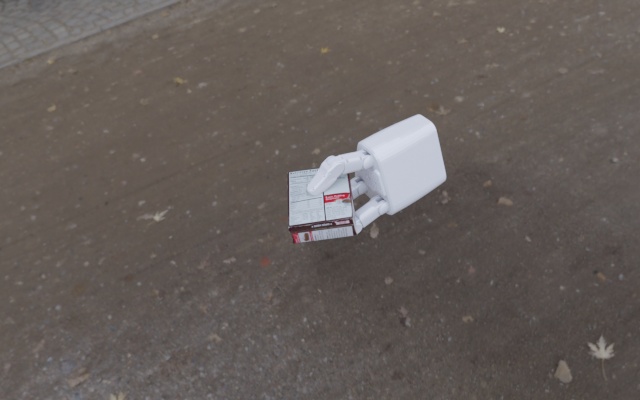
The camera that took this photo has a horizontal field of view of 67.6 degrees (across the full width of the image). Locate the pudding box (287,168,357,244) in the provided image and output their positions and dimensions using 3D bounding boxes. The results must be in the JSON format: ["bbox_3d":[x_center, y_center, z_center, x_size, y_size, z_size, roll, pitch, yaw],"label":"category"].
[{"bbox_3d":[0.000,0.002,0.664,0.090,0.039,0.113,-9,44,5],"label":"pudding box"}]
